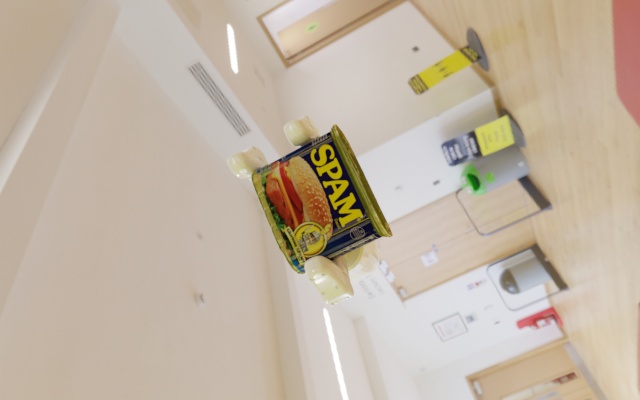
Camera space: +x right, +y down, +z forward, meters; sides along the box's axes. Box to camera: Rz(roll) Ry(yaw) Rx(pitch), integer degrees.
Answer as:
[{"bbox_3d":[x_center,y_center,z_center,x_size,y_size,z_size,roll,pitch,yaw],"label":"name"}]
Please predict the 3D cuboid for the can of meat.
[{"bbox_3d":[0.000,0.002,0.403,0.084,0.102,0.057,-27,-15,11],"label":"can of meat"}]
